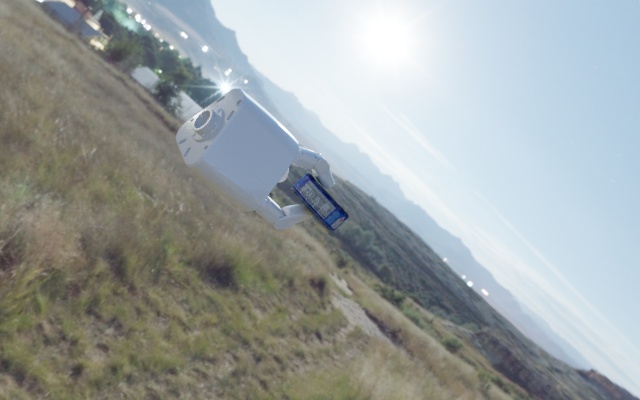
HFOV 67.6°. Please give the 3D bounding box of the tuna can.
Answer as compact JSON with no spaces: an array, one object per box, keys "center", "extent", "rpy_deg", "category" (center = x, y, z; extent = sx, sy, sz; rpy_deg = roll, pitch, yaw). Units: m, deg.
[{"center":[0.001,0.002,0.664],"extent":[0.034,0.086,0.086],"rpy_deg":[-43,-2,2],"category":"tuna can"}]
